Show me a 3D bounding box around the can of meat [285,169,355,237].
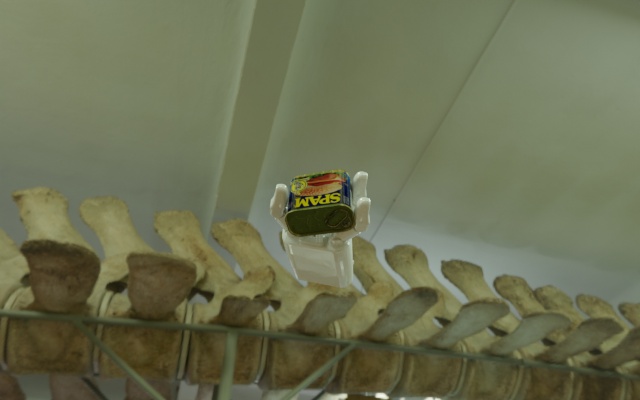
[{"bbox_3d":[0.000,0.002,0.731,0.102,0.057,0.083,-8,44,9],"label":"can of meat"}]
